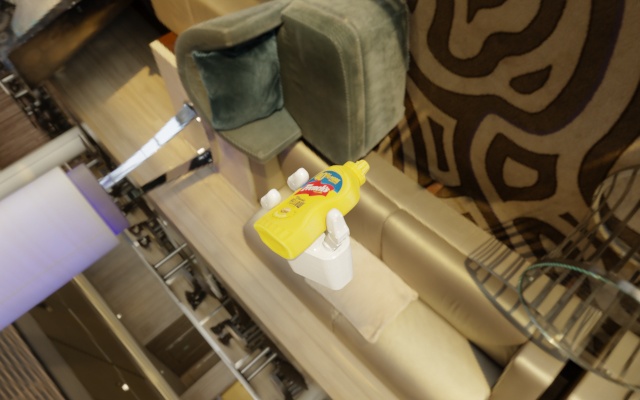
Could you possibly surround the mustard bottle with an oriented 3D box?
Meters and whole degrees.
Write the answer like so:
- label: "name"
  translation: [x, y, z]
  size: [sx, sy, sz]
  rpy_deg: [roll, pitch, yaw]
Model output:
- label: "mustard bottle"
  translation: [0.000, 0.002, 0.701]
  size: [0.191, 0.058, 0.096]
  rpy_deg: [-39, 30, -20]
